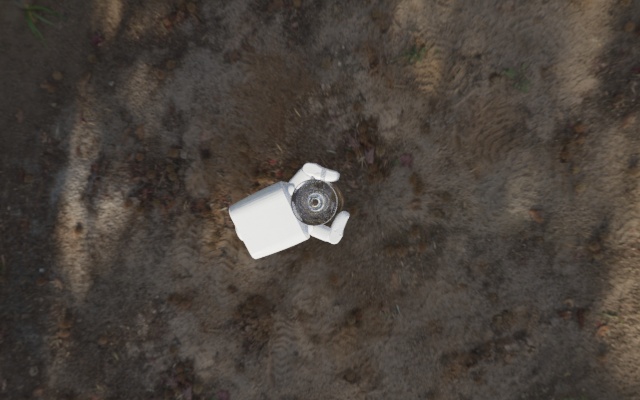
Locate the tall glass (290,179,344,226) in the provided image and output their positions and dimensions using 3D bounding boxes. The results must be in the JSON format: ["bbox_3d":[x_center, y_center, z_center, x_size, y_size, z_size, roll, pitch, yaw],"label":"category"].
[{"bbox_3d":[0.000,0.003,0.843,0.079,0.079,0.201,0,0,7],"label":"tall glass"}]
